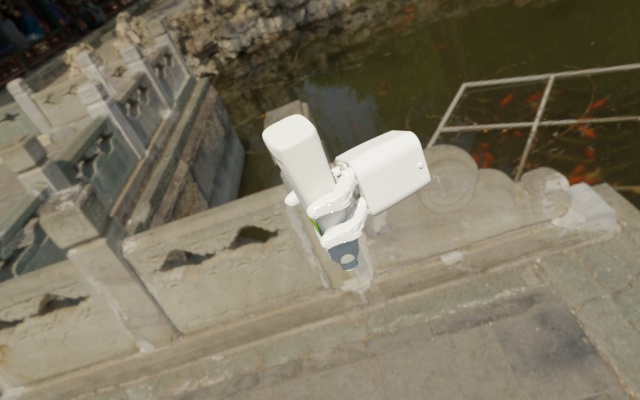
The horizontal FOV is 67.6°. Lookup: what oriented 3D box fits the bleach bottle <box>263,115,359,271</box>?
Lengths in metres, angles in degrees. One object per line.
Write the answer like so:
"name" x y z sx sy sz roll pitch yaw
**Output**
"bleach bottle" 0.000 0.002 0.715 0.068 0.251 0.102 -28 31 -6
